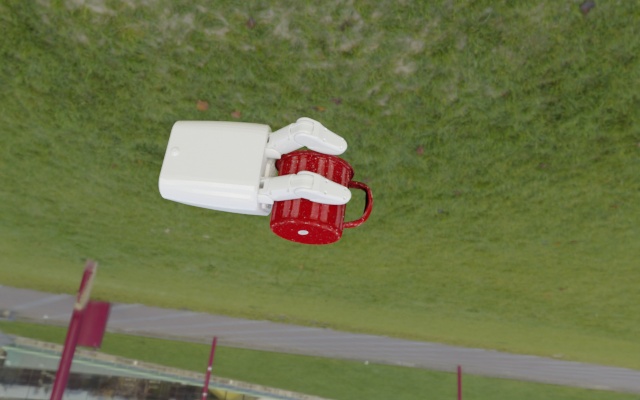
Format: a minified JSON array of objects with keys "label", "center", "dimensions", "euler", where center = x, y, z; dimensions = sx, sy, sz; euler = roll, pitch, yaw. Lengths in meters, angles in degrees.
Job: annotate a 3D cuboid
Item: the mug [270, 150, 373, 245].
[{"label":"mug","center":[0.001,0.002,0.538],"dimensions":[0.117,0.081,0.093],"euler":[6,-22,5]}]
